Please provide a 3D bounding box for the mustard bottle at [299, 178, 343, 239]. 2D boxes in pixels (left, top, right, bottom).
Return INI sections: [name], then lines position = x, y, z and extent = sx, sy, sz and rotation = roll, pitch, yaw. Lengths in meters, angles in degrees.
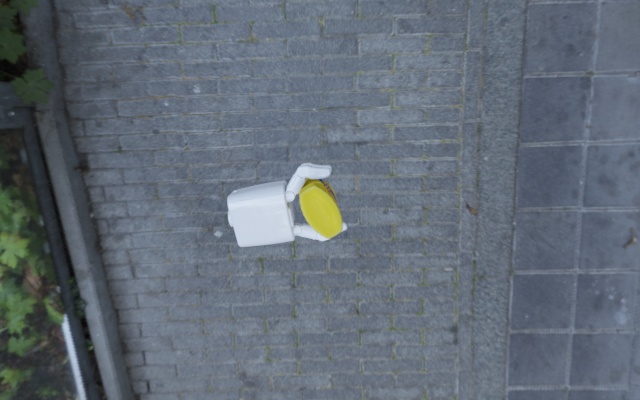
[mustard bottle]
position = 0.000, 0.003, 0.884
extent = 0.058, 0.096, 0.191
rotation = -33, 9, 5
